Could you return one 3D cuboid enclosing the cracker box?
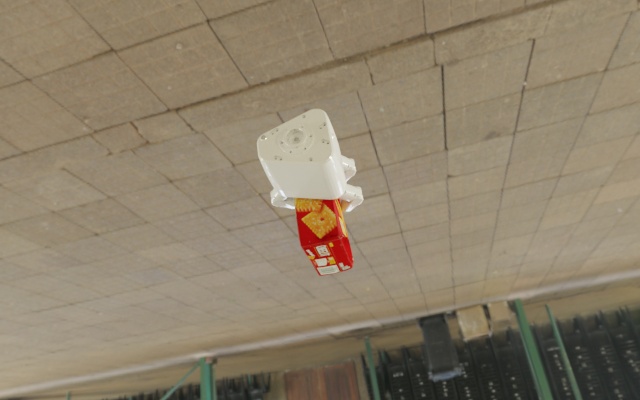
[{"bbox_3d":[0.000,0.003,0.822,0.072,0.213,0.164,-12,-26,6],"label":"cracker box"}]
